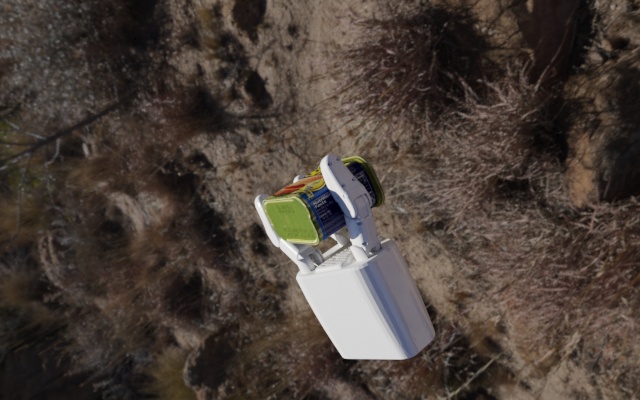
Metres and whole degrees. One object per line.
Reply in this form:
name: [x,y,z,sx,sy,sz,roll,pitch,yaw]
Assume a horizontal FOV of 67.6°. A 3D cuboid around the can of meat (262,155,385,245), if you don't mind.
can of meat: [0.000,0.002,0.485,0.084,0.057,0.102,-32,13,-27]
